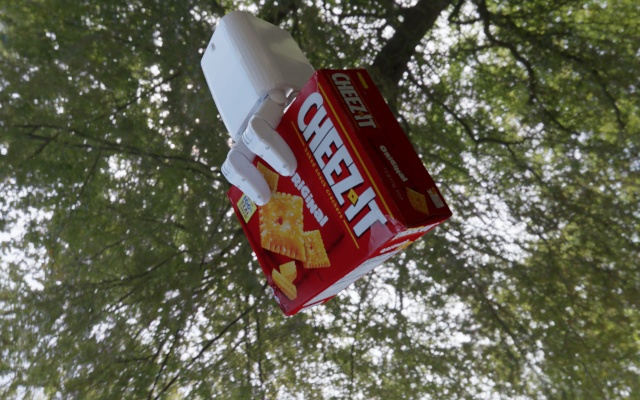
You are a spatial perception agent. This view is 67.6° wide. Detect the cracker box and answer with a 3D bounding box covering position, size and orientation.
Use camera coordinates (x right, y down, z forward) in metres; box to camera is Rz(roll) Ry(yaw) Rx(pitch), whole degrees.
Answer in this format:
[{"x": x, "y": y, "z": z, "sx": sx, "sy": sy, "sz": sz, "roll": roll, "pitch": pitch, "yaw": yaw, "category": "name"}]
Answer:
[{"x": 0.000, "y": 0.002, "z": 0.480, "sx": 0.072, "sy": 0.164, "sz": 0.214, "roll": -13, "pitch": -22, "yaw": -40, "category": "cracker box"}]
